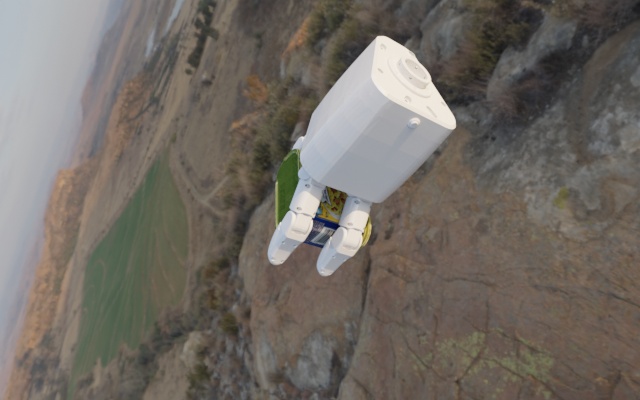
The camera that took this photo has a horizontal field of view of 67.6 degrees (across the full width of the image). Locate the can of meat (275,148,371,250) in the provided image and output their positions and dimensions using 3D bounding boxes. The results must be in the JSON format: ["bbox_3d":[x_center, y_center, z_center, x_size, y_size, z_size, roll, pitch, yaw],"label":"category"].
[{"bbox_3d":[0.000,0.002,0.508,0.084,0.102,0.057,19,-43,-28],"label":"can of meat"}]
